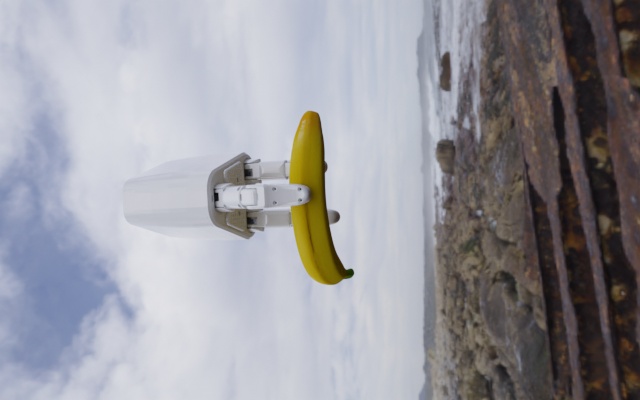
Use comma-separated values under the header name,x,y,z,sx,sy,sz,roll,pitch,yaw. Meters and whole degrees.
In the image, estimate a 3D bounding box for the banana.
name,x,y,z,sx,sy,sz,roll,pitch,yaw
banana,-0.005,0.013,0.479,0.037,0.198,0.069,-2,27,20
